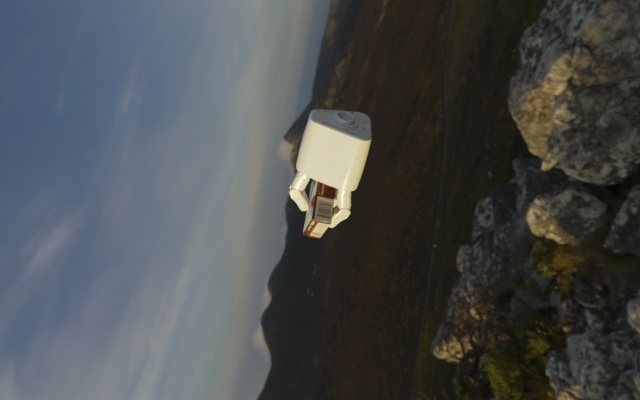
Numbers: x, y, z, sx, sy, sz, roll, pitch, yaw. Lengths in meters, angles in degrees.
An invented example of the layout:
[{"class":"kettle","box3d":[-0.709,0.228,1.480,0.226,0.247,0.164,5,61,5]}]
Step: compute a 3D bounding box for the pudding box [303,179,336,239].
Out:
[{"class":"pudding box","box3d":[0.000,0.003,0.884,0.039,0.113,0.090,13,-24,-7]}]
